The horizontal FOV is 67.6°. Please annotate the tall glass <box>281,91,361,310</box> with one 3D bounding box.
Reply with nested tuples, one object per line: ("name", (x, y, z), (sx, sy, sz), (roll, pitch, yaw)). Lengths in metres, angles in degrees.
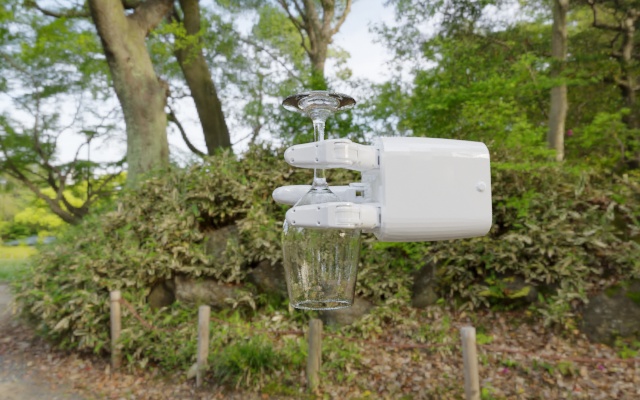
("tall glass", (0.000, 0.001, 0.468), (0.079, 0.201, 0.079), (-1, -5, 0))
